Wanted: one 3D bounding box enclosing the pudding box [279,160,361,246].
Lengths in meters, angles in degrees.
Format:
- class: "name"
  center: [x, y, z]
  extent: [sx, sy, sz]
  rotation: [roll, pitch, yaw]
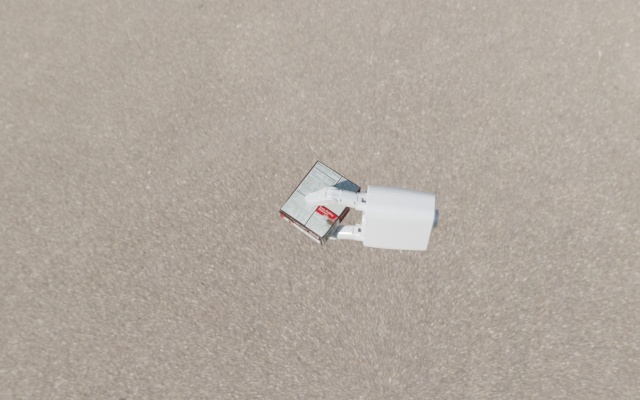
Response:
- class: "pudding box"
  center: [0.000, 0.003, 0.788]
  extent: [0.090, 0.113, 0.039]
  rotation: [34, -17, 15]
